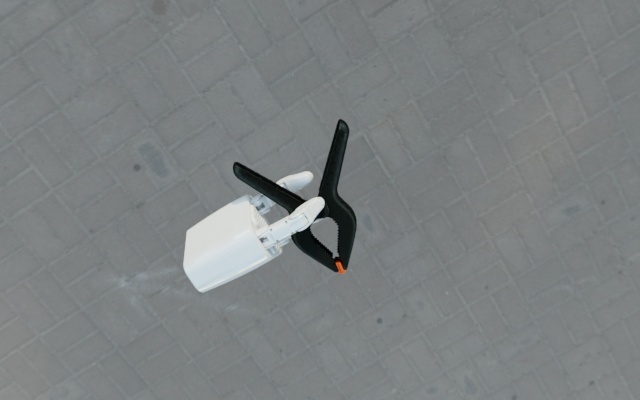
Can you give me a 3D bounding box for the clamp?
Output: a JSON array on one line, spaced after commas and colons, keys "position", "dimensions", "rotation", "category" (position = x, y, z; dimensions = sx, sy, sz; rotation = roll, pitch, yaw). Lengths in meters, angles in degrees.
[{"position": [0.000, 0.003, 0.658], "dimensions": [0.164, 0.210, 0.036], "rotation": [-28, 15, 7], "category": "clamp"}]
